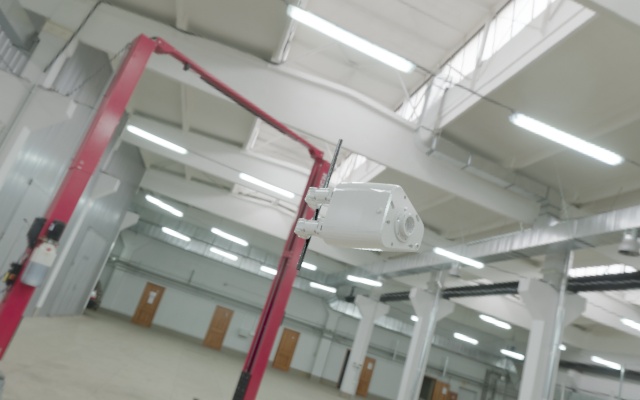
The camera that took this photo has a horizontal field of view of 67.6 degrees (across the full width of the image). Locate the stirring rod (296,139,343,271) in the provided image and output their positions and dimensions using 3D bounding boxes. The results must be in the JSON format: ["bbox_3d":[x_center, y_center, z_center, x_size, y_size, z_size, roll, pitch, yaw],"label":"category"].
[{"bbox_3d":[0.000,0.003,0.806,0.011,0.239,0.011,17,-17,5],"label":"stirring rod"}]
